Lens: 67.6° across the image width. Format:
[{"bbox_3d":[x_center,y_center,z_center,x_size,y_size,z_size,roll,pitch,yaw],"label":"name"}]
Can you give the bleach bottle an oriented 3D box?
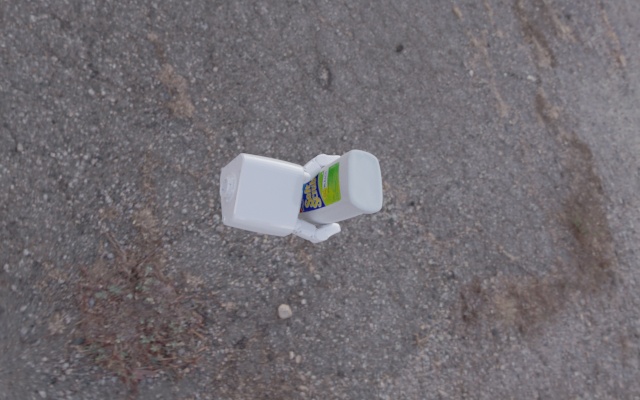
[{"bbox_3d":[0.000,0.003,0.817,0.068,0.102,0.251,12,-23,-31],"label":"bleach bottle"}]
